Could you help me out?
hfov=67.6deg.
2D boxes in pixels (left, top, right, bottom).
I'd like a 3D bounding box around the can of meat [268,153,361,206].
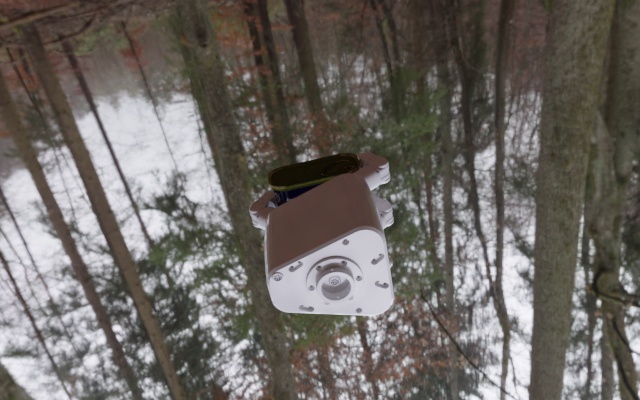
[{"bbox_3d":[0.000,0.002,0.540,0.102,0.084,0.057,-13,26,-2],"label":"can of meat"}]
